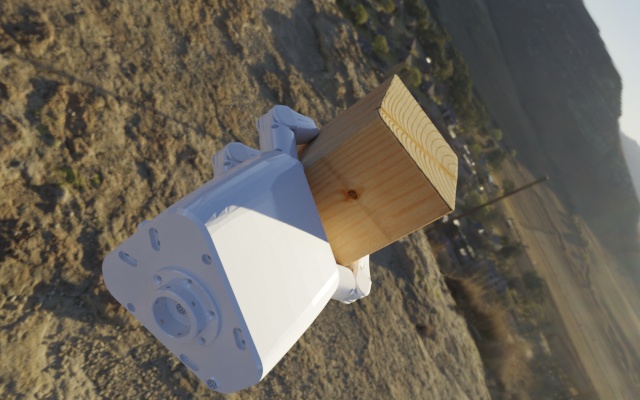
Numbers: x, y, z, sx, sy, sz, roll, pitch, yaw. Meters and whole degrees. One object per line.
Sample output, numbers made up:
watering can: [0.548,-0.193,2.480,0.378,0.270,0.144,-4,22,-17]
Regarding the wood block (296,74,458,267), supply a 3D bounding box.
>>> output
wood block: [0.000,0.002,0.402,0.206,0.091,0.090,-32,17,31]
